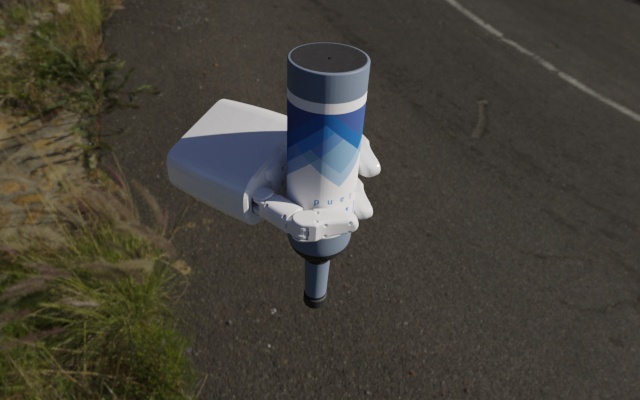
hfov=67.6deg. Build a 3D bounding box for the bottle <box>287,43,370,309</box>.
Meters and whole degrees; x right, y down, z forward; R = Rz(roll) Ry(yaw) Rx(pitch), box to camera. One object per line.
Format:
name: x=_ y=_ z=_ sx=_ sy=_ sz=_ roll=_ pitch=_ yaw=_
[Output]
bottle: x=0.000 y=0.001 z=0.470 sx=0.069 sy=0.296 sz=0.069 roll=2 pitch=38 yaw=-2
